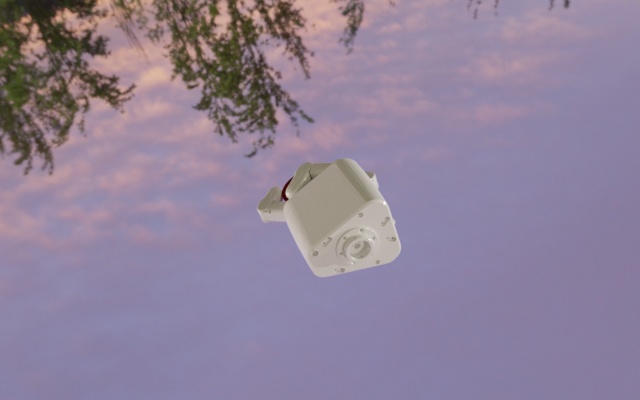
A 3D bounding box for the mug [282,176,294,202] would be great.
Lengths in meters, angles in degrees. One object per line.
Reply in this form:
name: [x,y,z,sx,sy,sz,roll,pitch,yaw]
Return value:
mug: [0.000,0.002,0.680,0.093,0.081,0.117,-24,32,-3]
